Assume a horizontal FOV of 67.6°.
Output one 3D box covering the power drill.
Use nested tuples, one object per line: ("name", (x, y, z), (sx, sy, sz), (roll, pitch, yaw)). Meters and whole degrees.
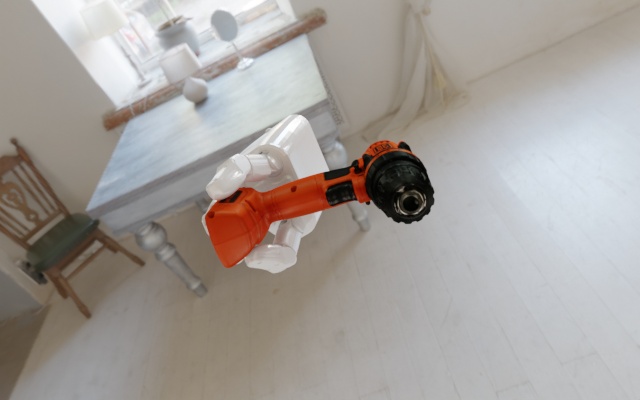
("power drill", (0.000, 0.001, 0.419), (0.187, 0.057, 0.184), (-16, 11, 6))
